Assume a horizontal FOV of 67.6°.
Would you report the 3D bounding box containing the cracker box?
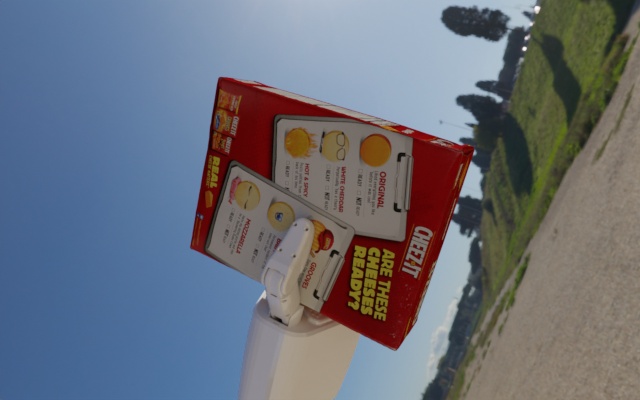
[{"bbox_3d":[0.000,0.001,0.411,0.213,0.164,0.072,21,19,22],"label":"cracker box"}]
